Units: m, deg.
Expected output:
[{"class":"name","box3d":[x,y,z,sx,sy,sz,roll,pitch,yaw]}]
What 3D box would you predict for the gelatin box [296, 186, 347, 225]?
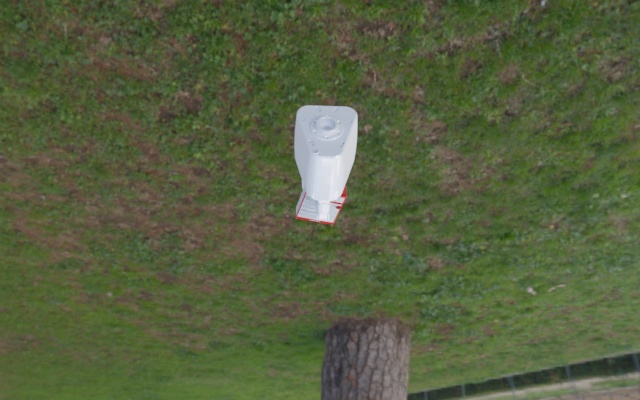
[{"class":"gelatin box","box3d":[0.000,0.003,0.862,0.073,0.030,0.089,10,-39,-11]}]
